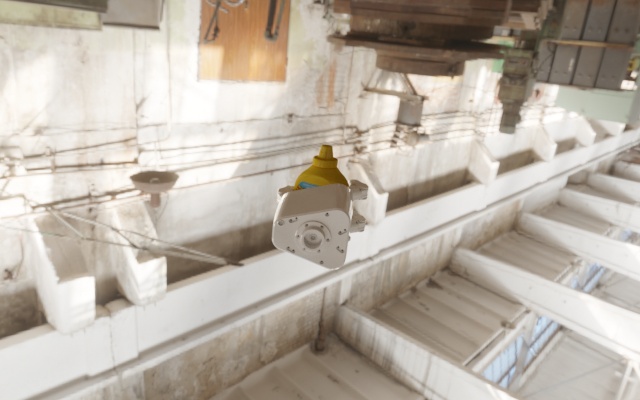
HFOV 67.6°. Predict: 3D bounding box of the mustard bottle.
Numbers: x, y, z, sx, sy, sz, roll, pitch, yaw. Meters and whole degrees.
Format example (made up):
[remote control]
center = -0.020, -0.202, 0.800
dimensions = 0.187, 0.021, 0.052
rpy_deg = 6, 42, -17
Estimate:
[mustard bottle]
center = 0.000, 0.003, 0.793
dimensions = 0.096, 0.192, 0.058
rpy_deg = 15, 20, 24
